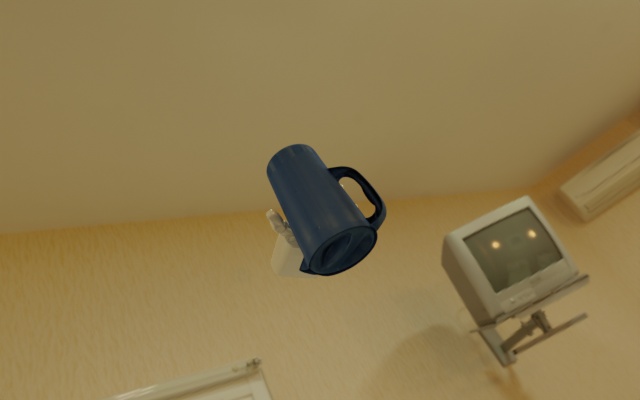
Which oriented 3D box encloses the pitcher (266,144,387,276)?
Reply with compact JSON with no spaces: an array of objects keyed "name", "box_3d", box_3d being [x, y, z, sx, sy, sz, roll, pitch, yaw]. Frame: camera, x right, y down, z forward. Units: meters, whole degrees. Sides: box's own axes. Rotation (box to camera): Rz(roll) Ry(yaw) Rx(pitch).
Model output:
[{"name":"pitcher","box_3d":[0.000,0.003,0.879,0.149,0.242,0.145,-10,-40,-28]}]
